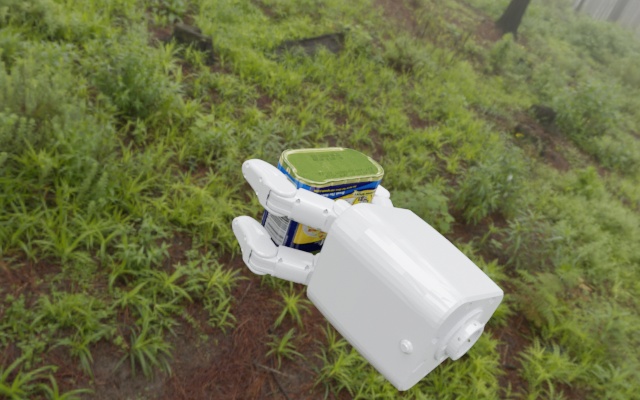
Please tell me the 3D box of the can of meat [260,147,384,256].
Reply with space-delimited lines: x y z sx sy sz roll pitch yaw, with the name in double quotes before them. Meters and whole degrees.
"can of meat" 0.000 0.001 0.429 0.102 0.084 0.057 -9 41 -39
